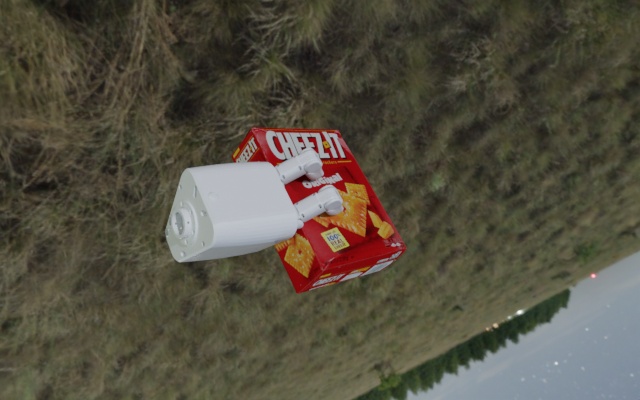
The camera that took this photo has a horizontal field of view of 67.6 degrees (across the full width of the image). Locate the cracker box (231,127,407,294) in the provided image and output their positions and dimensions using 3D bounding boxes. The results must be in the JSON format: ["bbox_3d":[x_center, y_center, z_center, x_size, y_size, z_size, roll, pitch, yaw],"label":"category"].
[{"bbox_3d":[0.000,0.002,0.642,0.164,0.213,0.072,-6,-30,-43],"label":"cracker box"}]
